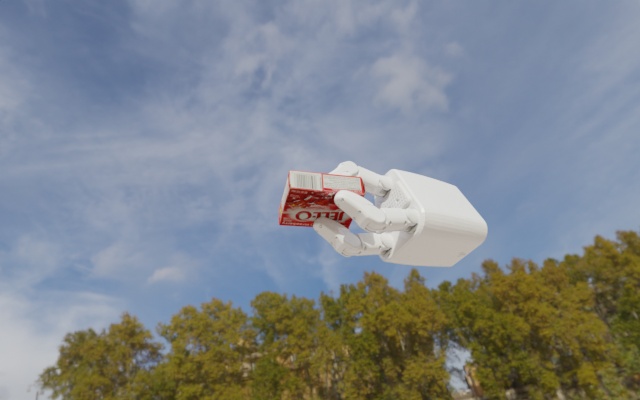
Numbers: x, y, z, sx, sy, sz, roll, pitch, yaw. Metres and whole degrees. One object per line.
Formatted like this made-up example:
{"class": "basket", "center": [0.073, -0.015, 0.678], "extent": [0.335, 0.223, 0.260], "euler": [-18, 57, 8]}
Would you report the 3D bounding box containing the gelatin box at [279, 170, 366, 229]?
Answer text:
{"class": "gelatin box", "center": [0.000, 0.001, 0.561], "extent": [0.089, 0.030, 0.073], "euler": [5, -38, -13]}
